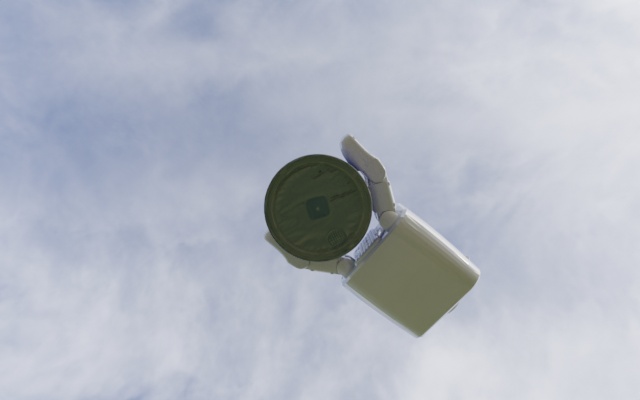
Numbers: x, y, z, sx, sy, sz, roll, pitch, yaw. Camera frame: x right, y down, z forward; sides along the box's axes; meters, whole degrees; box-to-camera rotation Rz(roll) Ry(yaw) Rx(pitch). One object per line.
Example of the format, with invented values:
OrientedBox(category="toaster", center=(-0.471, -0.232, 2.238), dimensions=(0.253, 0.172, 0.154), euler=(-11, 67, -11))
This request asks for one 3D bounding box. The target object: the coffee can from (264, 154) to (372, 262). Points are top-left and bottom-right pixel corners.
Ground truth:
OrientedBox(category="coffee can", center=(0.000, 0.002, 0.517), dimensions=(0.103, 0.103, 0.140), euler=(0, 5, 2))
